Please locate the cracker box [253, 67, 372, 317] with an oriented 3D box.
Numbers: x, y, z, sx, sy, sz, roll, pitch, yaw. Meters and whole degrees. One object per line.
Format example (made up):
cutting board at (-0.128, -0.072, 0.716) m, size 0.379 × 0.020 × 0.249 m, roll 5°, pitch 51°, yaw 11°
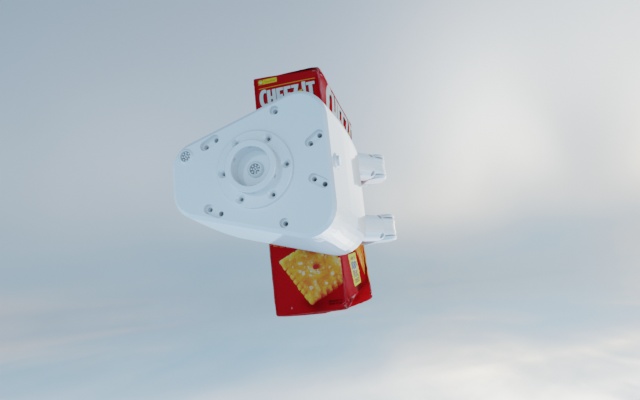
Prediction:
cracker box at (0.000, 0.002, 0.482) m, size 0.072 × 0.213 × 0.164 m, roll -8°, pitch -11°, yaw 11°
